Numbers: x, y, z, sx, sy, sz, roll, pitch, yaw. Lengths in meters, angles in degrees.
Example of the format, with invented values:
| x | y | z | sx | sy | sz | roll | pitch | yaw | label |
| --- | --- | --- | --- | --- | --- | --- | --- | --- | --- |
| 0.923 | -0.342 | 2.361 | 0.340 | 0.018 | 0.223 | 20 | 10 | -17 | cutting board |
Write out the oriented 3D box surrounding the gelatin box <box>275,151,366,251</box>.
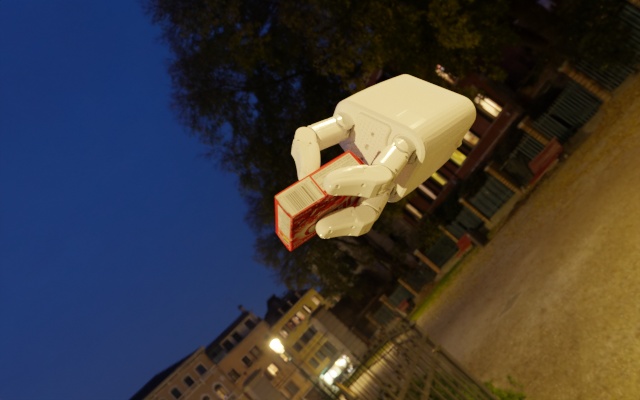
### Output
| x | y | z | sx | sy | sz | roll | pitch | yaw | label |
| --- | --- | --- | --- | --- | --- | --- | --- | --- | --- |
| 0.000 | 0.001 | 0.453 | 0.089 | 0.030 | 0.073 | -33 | -21 | -20 | gelatin box |
